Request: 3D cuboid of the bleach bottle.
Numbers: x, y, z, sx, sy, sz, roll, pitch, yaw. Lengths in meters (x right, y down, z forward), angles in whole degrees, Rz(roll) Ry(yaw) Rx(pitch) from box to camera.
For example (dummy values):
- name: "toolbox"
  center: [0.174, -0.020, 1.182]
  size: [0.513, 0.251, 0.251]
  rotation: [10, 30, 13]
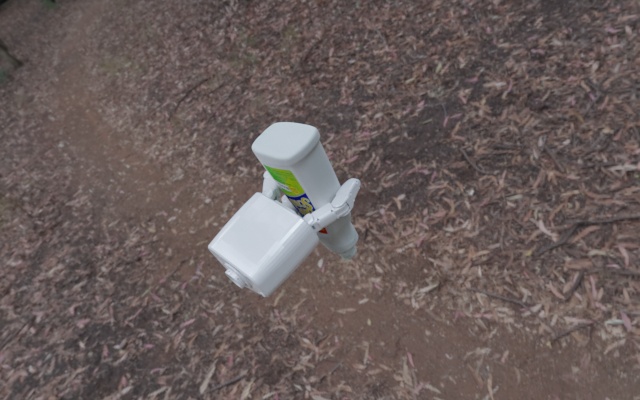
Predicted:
- name: "bleach bottle"
  center: [0.000, 0.002, 0.703]
  size: [0.102, 0.068, 0.251]
  rotation: [18, -31, 45]
